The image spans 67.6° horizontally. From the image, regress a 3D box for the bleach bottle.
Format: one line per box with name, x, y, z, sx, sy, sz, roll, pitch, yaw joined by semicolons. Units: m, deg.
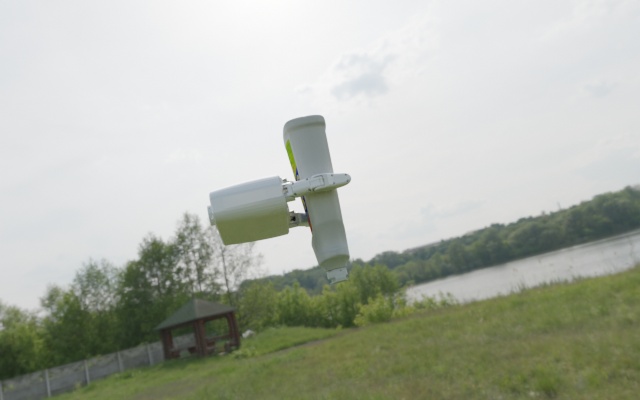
bleach bottle;0.000;0.002;0.739;0.068;0.250;0.102;-12;-12;-8
